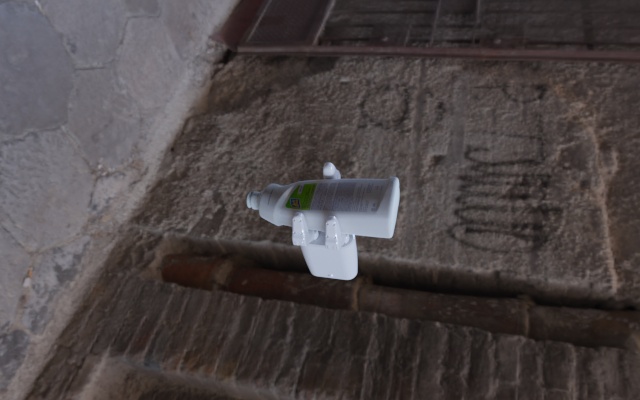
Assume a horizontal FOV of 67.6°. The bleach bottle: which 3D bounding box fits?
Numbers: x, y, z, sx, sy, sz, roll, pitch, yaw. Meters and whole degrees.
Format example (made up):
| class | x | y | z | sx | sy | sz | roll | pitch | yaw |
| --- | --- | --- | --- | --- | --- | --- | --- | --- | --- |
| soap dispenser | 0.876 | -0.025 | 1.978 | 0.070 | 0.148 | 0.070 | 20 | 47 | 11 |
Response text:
| class | x | y | z | sx | sy | sz | roll | pitch | yaw |
| --- | --- | --- | --- | --- | --- | --- | --- | --- | --- |
| bleach bottle | 0.000 | 0.003 | 0.800 | 0.251 | 0.102 | 0.068 | 5 | -40 | 16 |
